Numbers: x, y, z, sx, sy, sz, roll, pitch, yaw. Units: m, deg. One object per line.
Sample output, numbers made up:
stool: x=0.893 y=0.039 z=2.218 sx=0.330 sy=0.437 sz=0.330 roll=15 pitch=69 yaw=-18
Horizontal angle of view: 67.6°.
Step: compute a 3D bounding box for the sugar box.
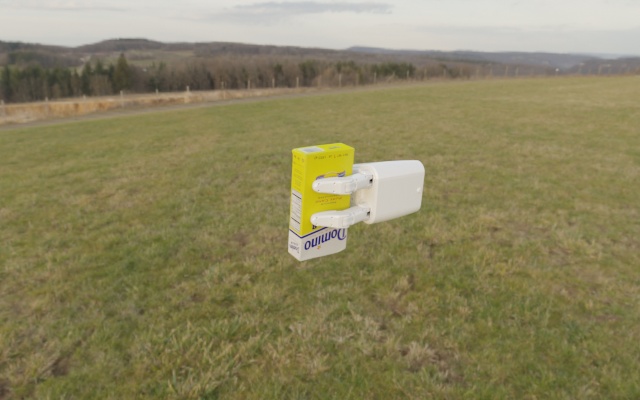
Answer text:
sugar box: x=0.001 y=0.003 z=0.754 sx=0.093 sy=0.176 sz=0.048 roll=-11 pitch=23 yaw=-31
